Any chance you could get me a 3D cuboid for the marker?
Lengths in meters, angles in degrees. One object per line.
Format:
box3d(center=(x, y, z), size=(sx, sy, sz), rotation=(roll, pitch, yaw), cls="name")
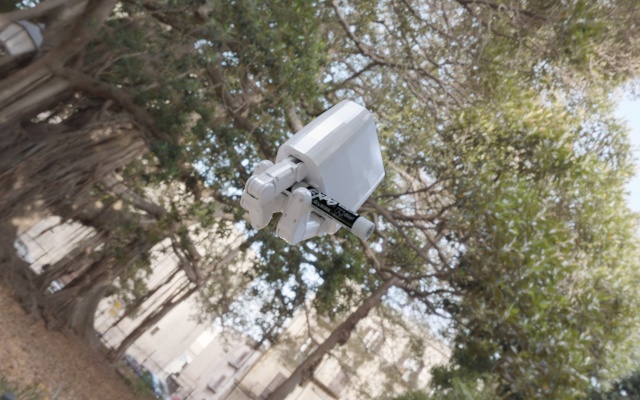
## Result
box3d(center=(0.000, 0.002, 0.481), size=(0.121, 0.020, 0.020), rotation=(32, 14, 24), cls="marker")
